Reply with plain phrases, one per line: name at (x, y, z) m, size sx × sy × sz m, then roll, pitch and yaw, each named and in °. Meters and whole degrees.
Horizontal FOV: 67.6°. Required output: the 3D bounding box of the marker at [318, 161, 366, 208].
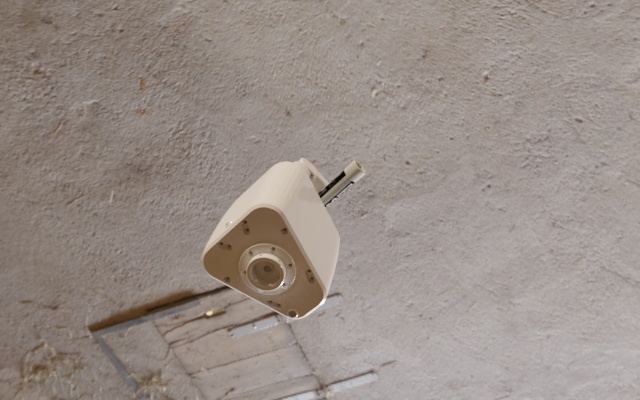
marker at (0.000, 0.002, 0.530) m, size 0.121 × 0.020 × 0.020 m, roll -42°, pitch -17°, yaw 20°
